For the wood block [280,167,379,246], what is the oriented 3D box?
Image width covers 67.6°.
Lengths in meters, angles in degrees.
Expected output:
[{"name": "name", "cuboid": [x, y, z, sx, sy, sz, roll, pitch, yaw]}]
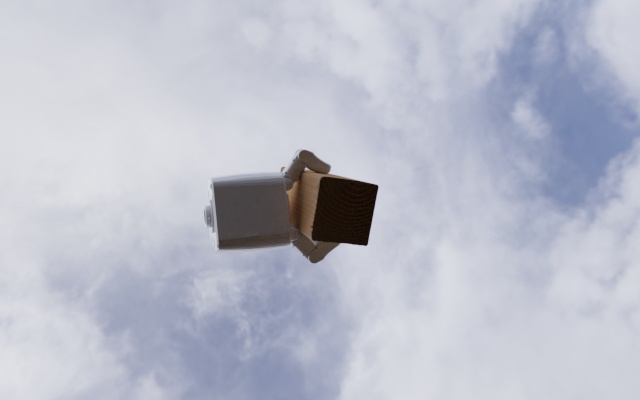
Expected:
[{"name": "wood block", "cuboid": [0.000, 0.002, 0.748, 0.090, 0.091, 0.206, 7, 5, -21]}]
